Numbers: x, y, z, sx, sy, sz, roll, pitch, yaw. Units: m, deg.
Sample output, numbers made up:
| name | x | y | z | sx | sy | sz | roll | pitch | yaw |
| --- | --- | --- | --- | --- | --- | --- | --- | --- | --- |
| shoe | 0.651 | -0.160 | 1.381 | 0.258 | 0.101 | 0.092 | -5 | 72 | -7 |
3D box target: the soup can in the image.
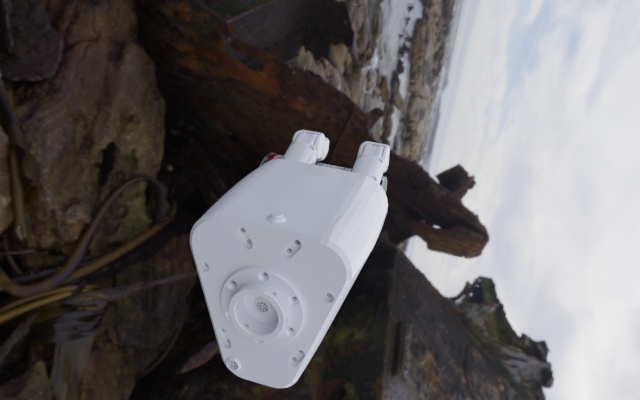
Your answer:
| name | x | y | z | sx | sy | sz | roll | pitch | yaw |
| --- | --- | --- | --- | --- | --- | --- | --- | --- | --- |
| soup can | 0.000 | 0.001 | 0.408 | 0.102 | 0.068 | 0.068 | 12 | 2 | 12 |
